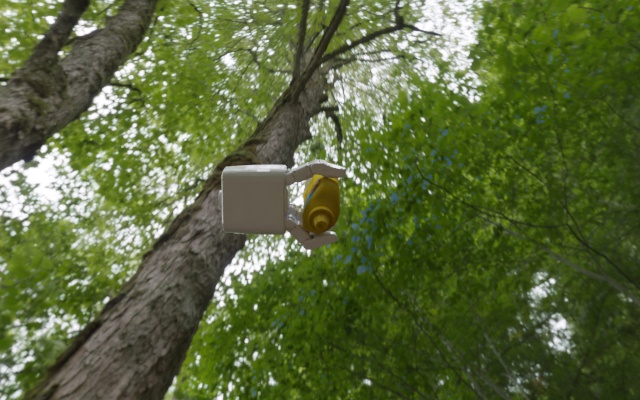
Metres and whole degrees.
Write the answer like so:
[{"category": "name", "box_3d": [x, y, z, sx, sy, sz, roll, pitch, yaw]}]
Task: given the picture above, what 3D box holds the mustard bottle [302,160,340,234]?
[{"category": "mustard bottle", "box_3d": [0.000, 0.003, 0.821, 0.058, 0.096, 0.191, 23, 21, -9]}]
